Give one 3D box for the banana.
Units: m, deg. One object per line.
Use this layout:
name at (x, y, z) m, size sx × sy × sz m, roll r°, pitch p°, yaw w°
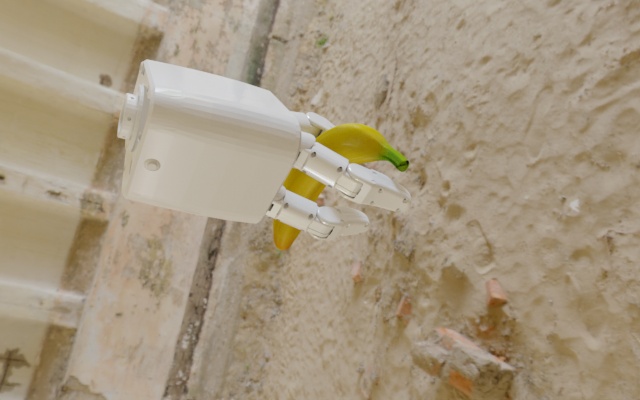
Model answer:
banana at (-0.002, -0.017, 0.442) m, size 0.037 × 0.069 × 0.198 m, roll 4°, pitch -26°, yaw -34°
